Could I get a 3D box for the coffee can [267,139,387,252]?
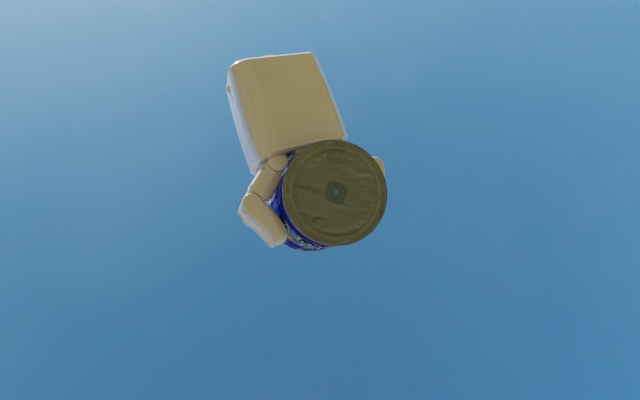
[{"bbox_3d":[0.000,0.002,0.518,0.103,0.103,0.140,0,-8,-13],"label":"coffee can"}]
